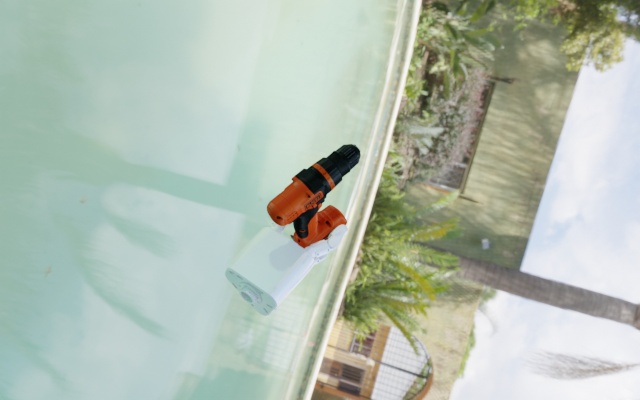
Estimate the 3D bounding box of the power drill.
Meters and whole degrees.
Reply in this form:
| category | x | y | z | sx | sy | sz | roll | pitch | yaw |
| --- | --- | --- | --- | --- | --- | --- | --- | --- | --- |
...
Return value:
| category | x | y | z | sx | sy | sz | roll | pitch | yaw |
| --- | --- | --- | --- | --- | --- | --- | --- | --- | --- |
| power drill | 0.000 | 0.003 | 0.829 | 0.184 | 0.057 | 0.188 | -38 | -28 | -13 |
